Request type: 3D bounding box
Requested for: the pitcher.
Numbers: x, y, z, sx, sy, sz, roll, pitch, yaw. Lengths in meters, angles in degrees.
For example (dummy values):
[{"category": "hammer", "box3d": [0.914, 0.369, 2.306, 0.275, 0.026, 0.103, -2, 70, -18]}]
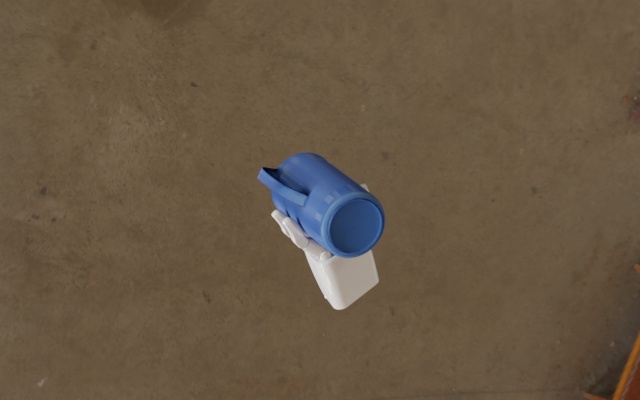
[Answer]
[{"category": "pitcher", "box3d": [0.000, 0.003, 0.815, 0.149, 0.145, 0.242, -25, 24, -13]}]
